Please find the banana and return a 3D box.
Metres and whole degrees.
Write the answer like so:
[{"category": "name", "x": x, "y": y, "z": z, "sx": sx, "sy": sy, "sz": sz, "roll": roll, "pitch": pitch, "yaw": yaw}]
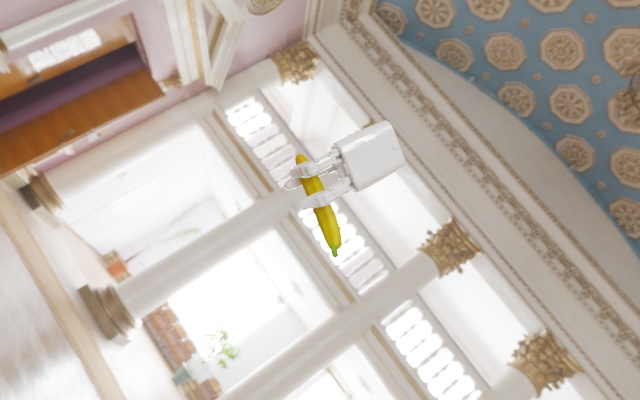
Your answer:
[{"category": "banana", "x": 0.001, "y": 0.008, "z": 0.878, "sx": 0.037, "sy": 0.198, "sz": 0.069, "roll": -22, "pitch": -6, "yaw": -3}]
